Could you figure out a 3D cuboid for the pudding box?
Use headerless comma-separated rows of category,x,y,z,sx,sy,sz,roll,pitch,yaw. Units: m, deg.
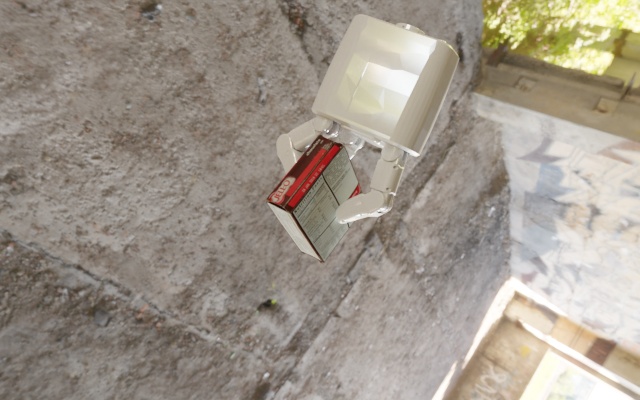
pudding box,0.000,0.002,0.499,0.039,0.090,0.114,27,-21,34
